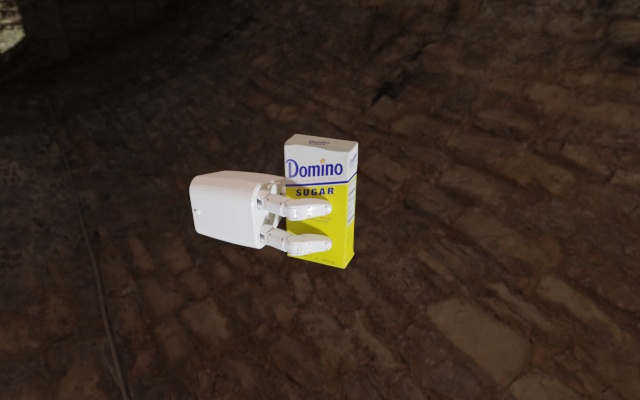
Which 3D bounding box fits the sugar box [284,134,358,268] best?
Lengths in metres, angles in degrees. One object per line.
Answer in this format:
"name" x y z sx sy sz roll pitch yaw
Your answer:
"sugar box" 0.000 0.002 0.660 0.093 0.176 0.048 9 30 19
